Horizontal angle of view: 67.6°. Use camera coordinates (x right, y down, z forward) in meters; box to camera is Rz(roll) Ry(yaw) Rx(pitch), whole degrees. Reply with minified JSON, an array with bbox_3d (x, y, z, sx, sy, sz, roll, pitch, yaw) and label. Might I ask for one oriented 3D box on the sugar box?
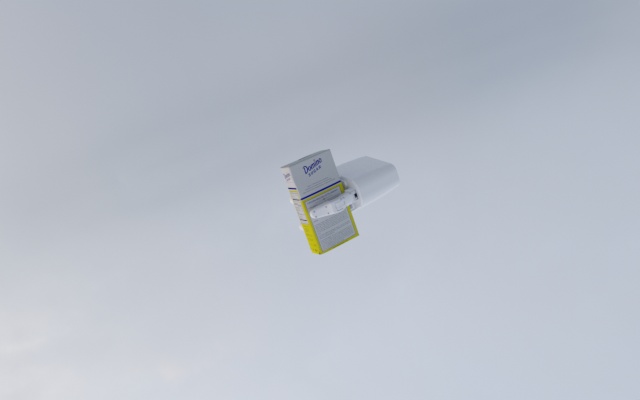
[{"bbox_3d":[0.000,0.003,0.887,0.093,0.176,0.048,-25,12,-26],"label":"sugar box"}]
